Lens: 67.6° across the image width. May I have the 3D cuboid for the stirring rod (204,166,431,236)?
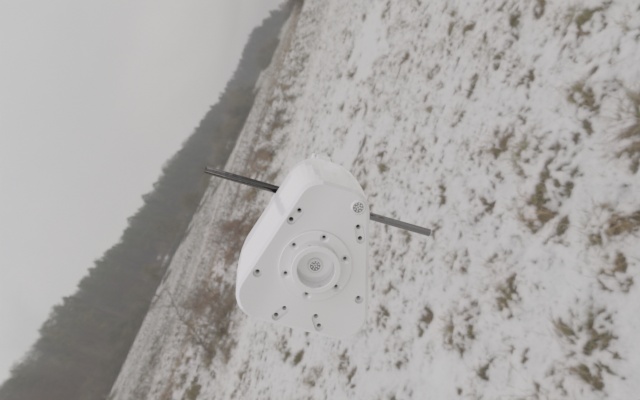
[{"bbox_3d":[0.000,0.002,0.490,0.239,0.011,0.011,16,-2,-7],"label":"stirring rod"}]
